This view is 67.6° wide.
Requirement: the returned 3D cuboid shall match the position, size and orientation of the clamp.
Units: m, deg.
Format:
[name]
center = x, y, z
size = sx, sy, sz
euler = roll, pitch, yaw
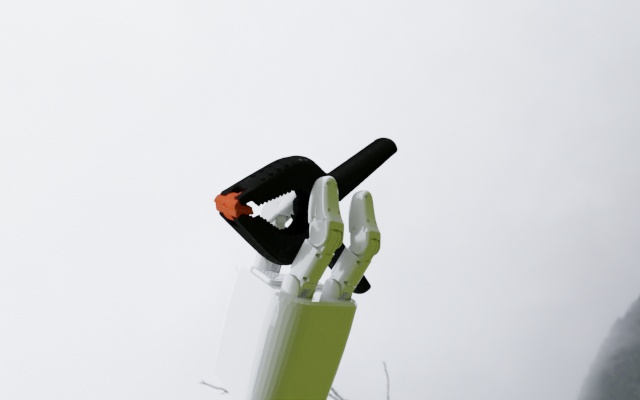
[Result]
[clamp]
center = -0.001, 0.001, 0.434
size = 0.036, 0.164, 0.210
euler = 13, -2, 41
